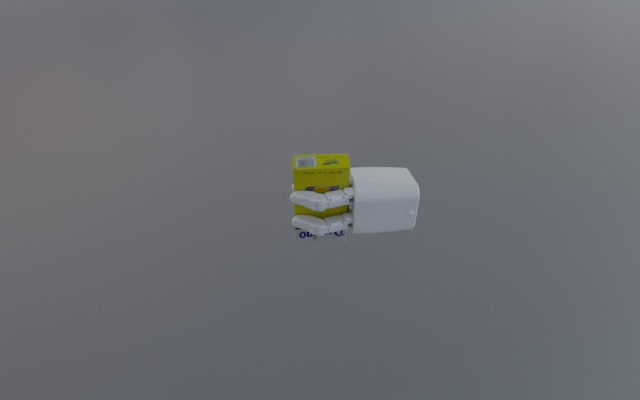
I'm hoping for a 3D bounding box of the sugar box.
[{"bbox_3d":[0.000,0.003,0.815,0.093,0.176,0.048,-2,40,-2],"label":"sugar box"}]
